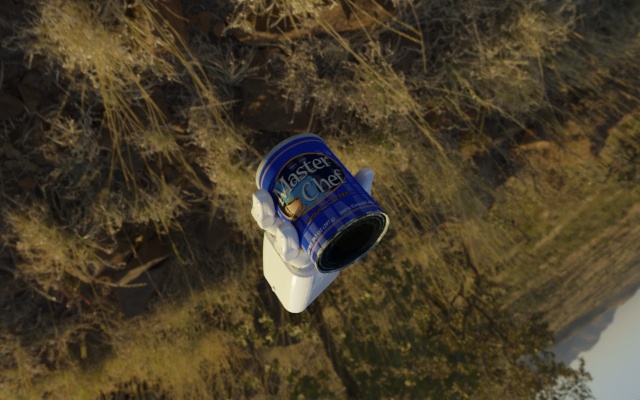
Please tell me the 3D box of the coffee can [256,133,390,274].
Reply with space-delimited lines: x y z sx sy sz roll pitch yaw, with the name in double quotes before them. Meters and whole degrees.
"coffee can" 0.000 0.002 0.576 0.103 0.103 0.140 0 43 -48
